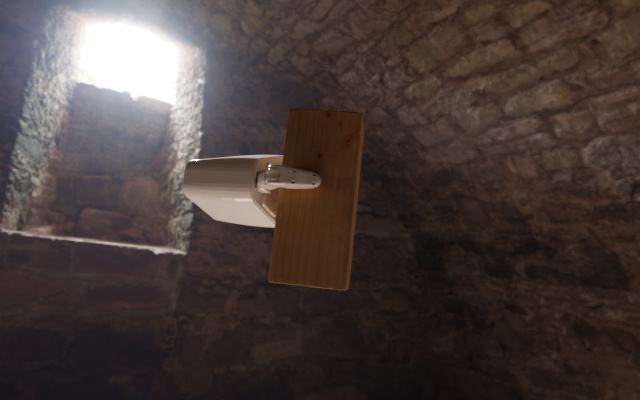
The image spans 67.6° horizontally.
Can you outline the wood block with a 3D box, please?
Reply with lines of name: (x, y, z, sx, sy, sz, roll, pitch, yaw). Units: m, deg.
wood block: (0.000, 0.002, 0.589, 0.090, 0.206, 0.091, 5, -8, 8)
